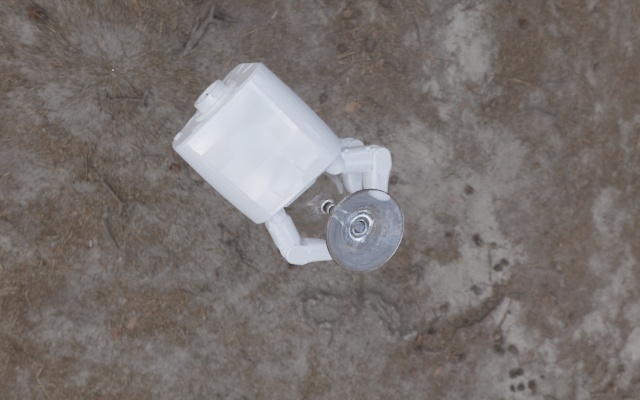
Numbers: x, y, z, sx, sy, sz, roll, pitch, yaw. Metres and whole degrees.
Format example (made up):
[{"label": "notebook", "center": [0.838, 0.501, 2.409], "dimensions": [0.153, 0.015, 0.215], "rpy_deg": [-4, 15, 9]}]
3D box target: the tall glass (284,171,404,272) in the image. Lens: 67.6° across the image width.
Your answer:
[{"label": "tall glass", "center": [0.000, 0.002, 0.491], "dimensions": [0.079, 0.079, 0.201], "rpy_deg": [0, 14, -23]}]
